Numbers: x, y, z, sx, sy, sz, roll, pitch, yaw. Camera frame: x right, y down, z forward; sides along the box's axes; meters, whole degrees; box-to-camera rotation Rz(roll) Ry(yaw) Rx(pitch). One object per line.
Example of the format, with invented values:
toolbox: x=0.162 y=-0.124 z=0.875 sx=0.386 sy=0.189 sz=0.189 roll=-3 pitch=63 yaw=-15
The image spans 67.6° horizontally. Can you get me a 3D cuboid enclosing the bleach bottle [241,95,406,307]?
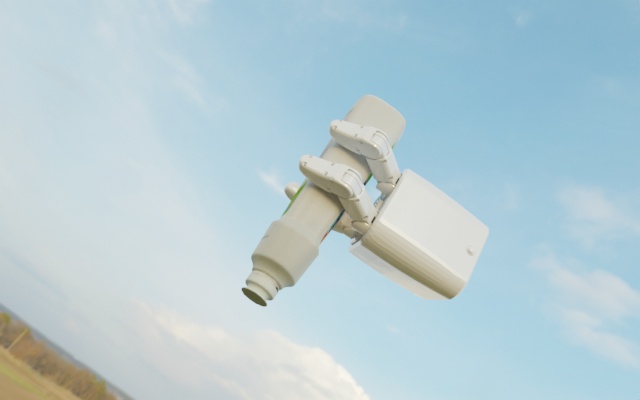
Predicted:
bleach bottle: x=0.000 y=0.002 z=0.498 sx=0.068 sy=0.250 sz=0.103 roll=35 pitch=-30 yaw=0
